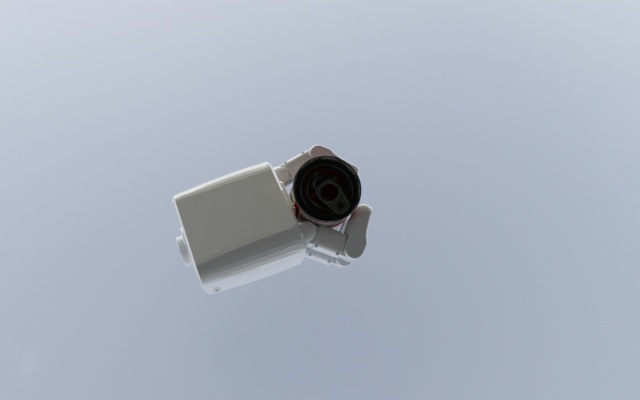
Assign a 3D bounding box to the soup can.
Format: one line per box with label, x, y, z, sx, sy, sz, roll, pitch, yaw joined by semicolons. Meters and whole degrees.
soup can;0.000;0.001;0.511;0.068;0.068;0.102;0;-16;-8
